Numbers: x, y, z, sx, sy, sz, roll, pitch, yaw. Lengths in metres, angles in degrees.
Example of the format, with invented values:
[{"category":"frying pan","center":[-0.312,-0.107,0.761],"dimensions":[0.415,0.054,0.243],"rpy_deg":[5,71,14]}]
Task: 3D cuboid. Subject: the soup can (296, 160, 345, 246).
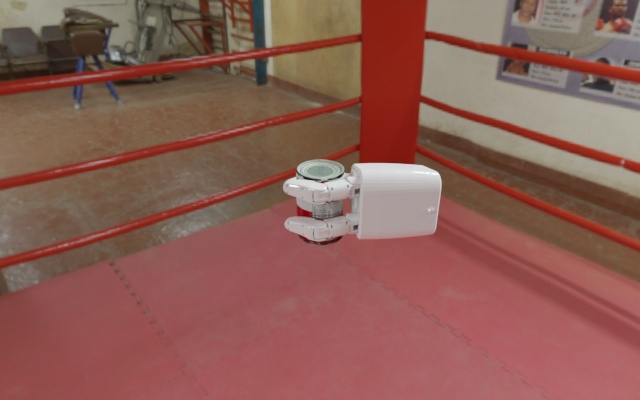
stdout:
[{"category":"soup can","center":[0.000,0.002,0.666],"dimensions":[0.068,0.102,0.068],"rpy_deg":[0,28,0]}]
